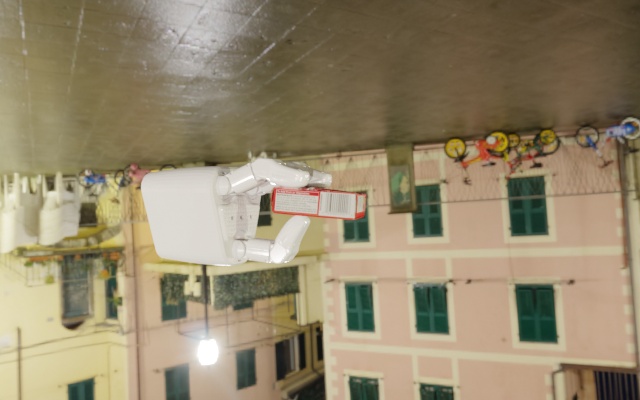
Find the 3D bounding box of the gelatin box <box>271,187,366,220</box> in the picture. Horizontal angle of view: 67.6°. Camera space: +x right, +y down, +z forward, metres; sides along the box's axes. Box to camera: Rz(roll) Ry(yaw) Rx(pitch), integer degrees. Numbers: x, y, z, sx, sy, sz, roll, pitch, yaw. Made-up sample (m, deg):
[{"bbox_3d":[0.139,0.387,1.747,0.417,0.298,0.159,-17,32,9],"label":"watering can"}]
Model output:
[{"bbox_3d":[0.000,0.002,0.510,0.089,0.030,0.073,5,1,12],"label":"gelatin box"}]
